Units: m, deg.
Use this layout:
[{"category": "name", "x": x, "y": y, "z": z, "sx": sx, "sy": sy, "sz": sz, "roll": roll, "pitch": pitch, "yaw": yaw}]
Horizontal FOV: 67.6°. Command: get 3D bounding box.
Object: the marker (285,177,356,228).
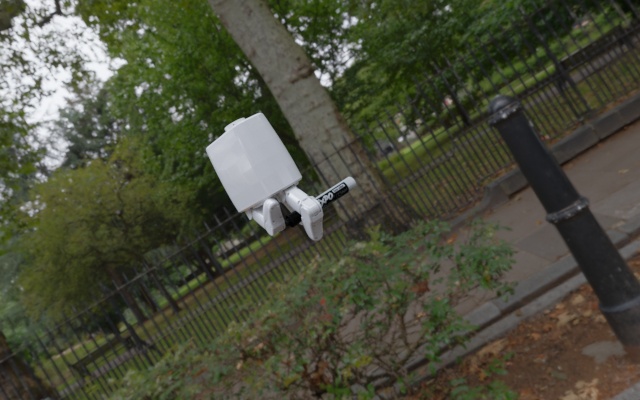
[{"category": "marker", "x": 0.000, "y": 0.002, "z": 0.655, "sx": 0.121, "sy": 0.020, "sz": 0.020, "roll": -32, "pitch": 16, "yaw": -28}]
